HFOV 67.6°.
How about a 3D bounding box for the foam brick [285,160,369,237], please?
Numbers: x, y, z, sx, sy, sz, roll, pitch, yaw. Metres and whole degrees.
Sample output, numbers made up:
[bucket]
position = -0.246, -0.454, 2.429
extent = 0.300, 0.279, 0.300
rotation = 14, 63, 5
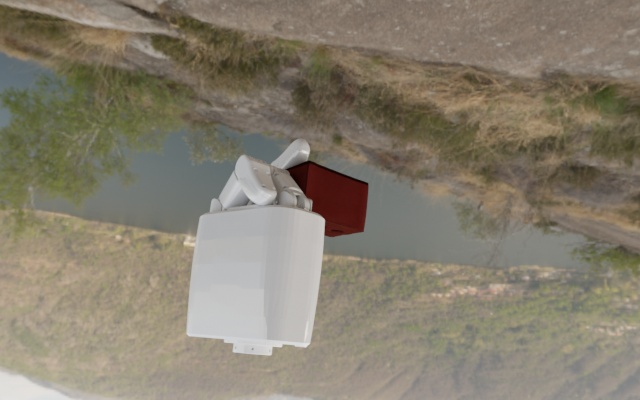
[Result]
[foam brick]
position = 0.000, 0.001, 0.461
extent = 0.078, 0.051, 0.053
rotation = 17, -21, -36
